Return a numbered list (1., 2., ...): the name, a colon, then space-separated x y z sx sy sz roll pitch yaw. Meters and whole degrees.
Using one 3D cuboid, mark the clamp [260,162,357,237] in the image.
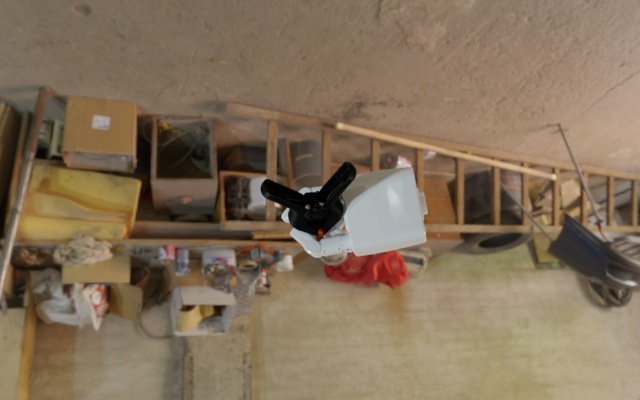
1. clamp: 0.000 0.003 0.651 0.120 0.039 0.171 -11 -24 10
